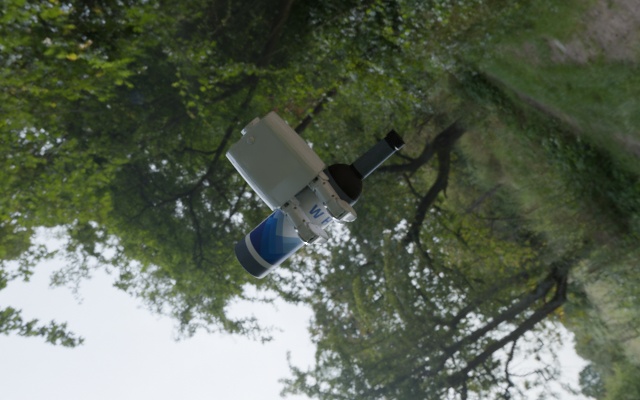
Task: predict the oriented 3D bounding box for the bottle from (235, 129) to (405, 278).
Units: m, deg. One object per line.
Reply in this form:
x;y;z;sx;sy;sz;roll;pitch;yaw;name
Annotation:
0.000;0.003;0.699;0.296;0.069;0.069;-40;-13;16;bottle
